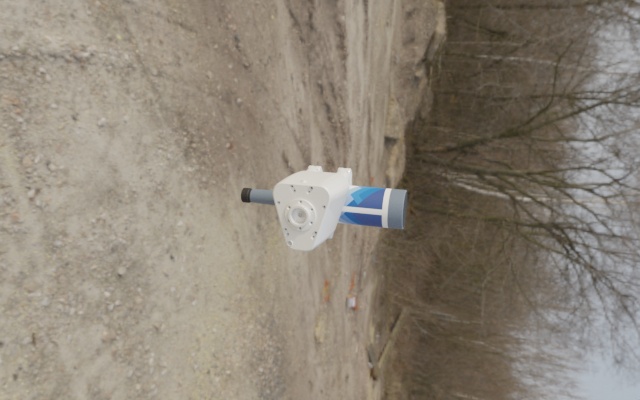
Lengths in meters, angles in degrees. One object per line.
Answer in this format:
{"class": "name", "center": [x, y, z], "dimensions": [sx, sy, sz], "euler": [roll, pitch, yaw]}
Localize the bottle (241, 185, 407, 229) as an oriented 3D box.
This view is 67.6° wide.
{"class": "bottle", "center": [0.000, 0.003, 0.839], "dimensions": [0.295, 0.069, 0.069], "euler": [5, 1, 15]}
